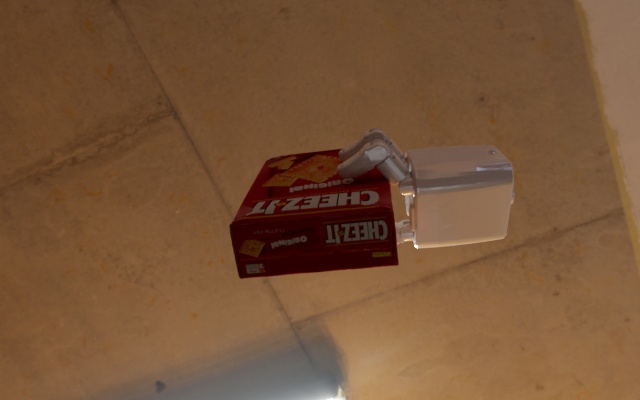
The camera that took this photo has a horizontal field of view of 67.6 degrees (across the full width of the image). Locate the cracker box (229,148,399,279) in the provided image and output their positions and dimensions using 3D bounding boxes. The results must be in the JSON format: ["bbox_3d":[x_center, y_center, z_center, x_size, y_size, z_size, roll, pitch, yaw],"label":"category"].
[{"bbox_3d":[0.000,0.002,0.562,0.164,0.072,0.213,-6,22,7],"label":"cracker box"}]
